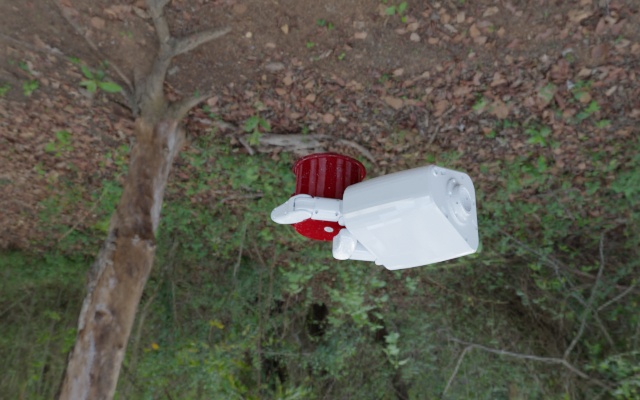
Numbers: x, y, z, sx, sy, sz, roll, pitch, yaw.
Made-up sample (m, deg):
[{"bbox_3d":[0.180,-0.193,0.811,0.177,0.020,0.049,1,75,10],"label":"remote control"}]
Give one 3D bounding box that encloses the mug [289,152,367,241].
[{"bbox_3d":[-0.001,0.002,0.594,0.117,0.081,0.093,-17,-32,38],"label":"mug"}]
